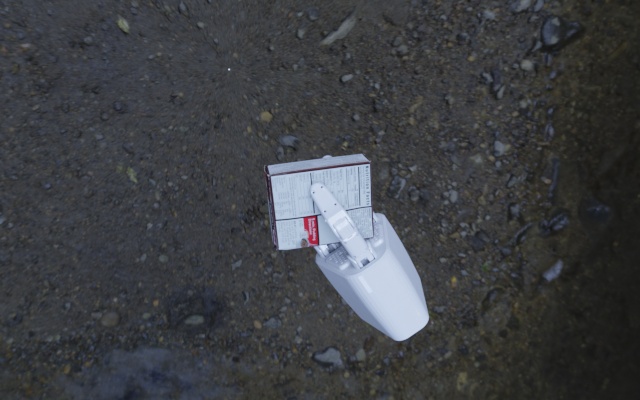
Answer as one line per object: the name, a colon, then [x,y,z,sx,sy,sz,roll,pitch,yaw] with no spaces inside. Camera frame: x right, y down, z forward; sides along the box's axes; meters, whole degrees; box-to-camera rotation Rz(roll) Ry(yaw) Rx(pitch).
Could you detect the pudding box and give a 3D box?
pudding box: [0.000,0.002,0.516,0.113,0.090,0.039,-8,20,-10]
